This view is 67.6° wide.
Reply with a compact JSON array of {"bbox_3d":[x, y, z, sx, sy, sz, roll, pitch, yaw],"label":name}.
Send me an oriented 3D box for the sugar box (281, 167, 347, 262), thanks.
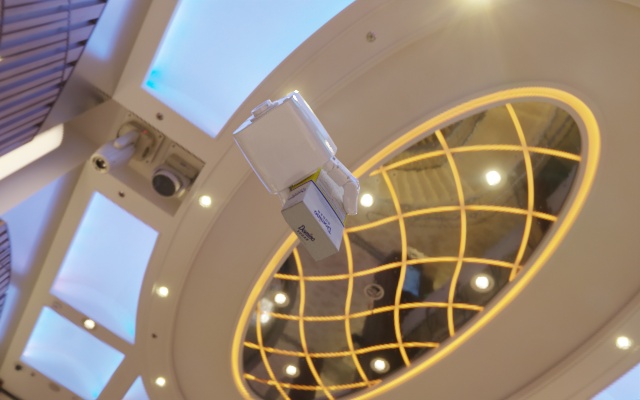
[{"bbox_3d":[0.000,0.002,0.716,0.048,0.093,0.176,-26,20,25],"label":"sugar box"}]
